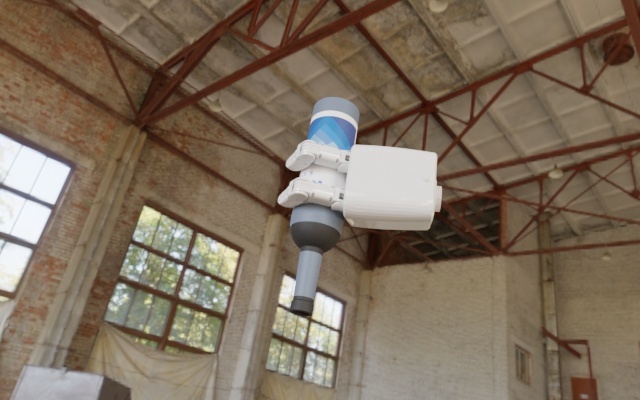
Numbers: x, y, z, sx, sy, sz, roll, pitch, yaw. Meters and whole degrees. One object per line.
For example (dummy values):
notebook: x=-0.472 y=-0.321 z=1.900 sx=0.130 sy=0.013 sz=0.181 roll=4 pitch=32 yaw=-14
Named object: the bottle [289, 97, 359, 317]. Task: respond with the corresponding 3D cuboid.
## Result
bottle: x=0.000 y=0.002 z=0.621 sx=0.069 sy=0.295 sz=0.069 roll=8 pitch=-26 yaw=4
